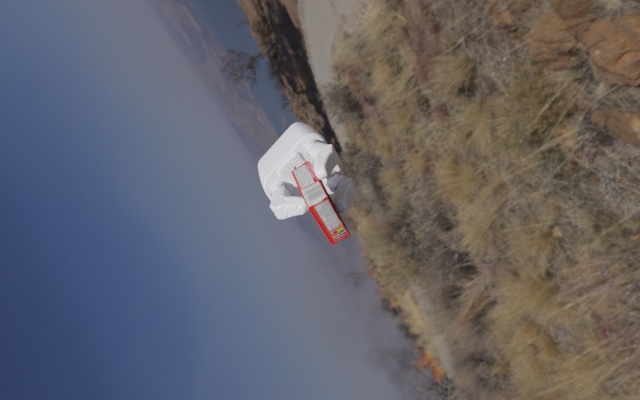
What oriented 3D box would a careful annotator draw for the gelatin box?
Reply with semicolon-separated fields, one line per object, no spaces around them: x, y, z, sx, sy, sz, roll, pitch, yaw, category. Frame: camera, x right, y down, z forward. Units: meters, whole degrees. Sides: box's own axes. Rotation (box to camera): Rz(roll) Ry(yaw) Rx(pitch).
0.000;0.002;0.606;0.030;0.073;0.089;-29;38;2;gelatin box
